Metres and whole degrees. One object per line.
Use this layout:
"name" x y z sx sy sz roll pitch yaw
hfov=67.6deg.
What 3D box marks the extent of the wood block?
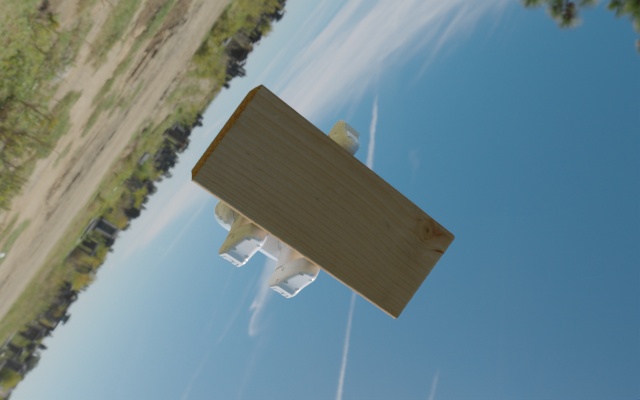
"wood block" 0.000 0.001 0.418 0.206 0.091 0.090 36 -1 -17
